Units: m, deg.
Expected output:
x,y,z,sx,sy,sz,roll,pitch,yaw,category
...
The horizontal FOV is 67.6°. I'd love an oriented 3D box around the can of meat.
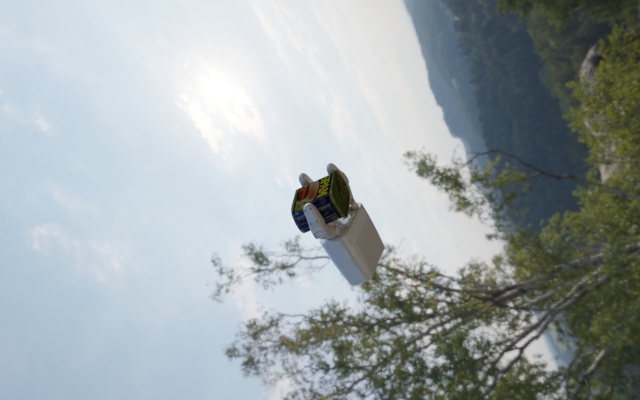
x,y,z,sx,sy,sz,roll,pitch,yaw,category
0.000,0.003,0.826,0.084,0.057,0.102,-24,26,20,can of meat
